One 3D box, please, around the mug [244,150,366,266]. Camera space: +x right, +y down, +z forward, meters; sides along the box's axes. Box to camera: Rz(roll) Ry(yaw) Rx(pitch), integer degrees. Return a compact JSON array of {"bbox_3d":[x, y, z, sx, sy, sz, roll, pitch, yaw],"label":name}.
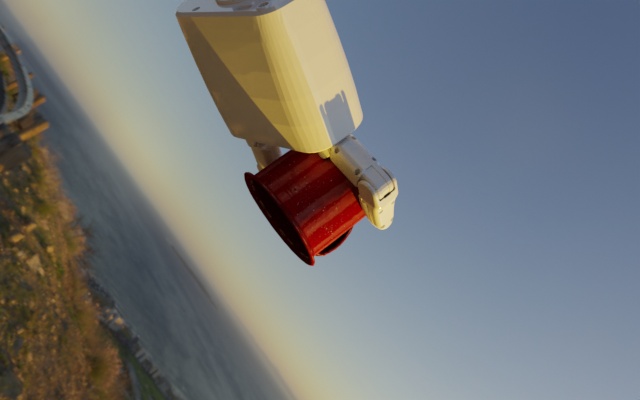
[{"bbox_3d":[0.001,0.002,0.405,0.081,0.117,0.093,-36,44,-15],"label":"mug"}]
